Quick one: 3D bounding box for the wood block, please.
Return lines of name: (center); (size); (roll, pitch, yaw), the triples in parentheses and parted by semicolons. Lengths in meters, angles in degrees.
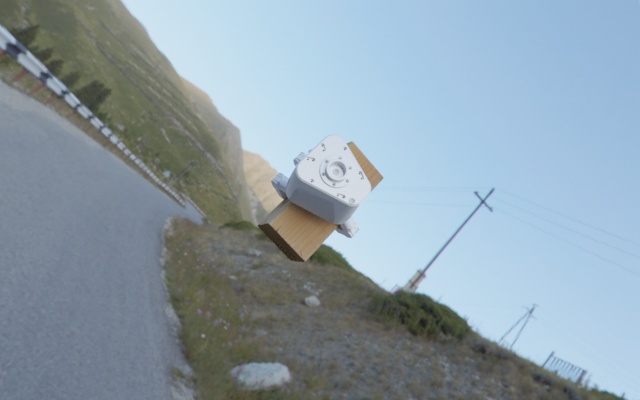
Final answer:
wood block: (0.001, 0.003, 0.838); (0.206, 0.091, 0.090); (-45, 10, -18)
